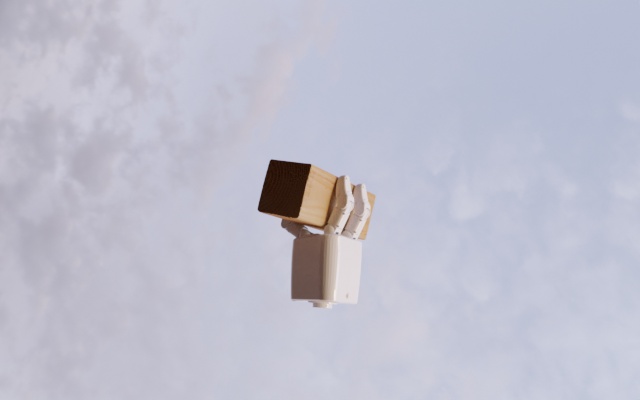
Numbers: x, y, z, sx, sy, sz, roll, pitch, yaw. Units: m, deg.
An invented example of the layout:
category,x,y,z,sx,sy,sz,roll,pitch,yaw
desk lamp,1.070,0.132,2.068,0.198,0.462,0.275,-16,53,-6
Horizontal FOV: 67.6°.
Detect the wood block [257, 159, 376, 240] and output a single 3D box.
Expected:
category,x,y,z,sx,sy,sz,roll,pitch,yaw
wood block,0.000,0.003,0.827,0.091,0.090,0.206,9,-8,37
